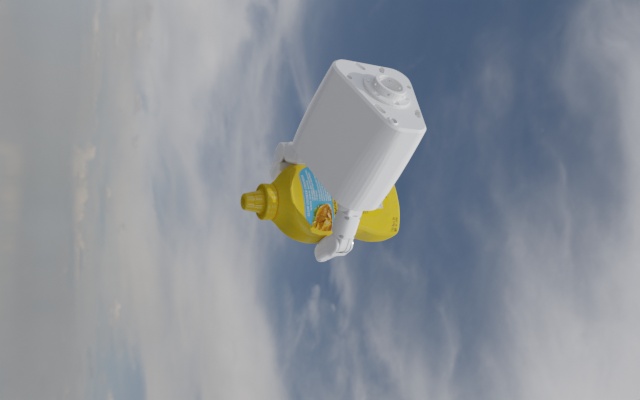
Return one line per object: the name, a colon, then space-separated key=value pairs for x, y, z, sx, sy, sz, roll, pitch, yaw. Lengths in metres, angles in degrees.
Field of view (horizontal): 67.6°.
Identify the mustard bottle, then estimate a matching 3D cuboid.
mustard bottle: x=0.000 y=0.002 z=0.562 sx=0.191 sy=0.096 sz=0.058 roll=1 pitch=-19 yaw=-29
